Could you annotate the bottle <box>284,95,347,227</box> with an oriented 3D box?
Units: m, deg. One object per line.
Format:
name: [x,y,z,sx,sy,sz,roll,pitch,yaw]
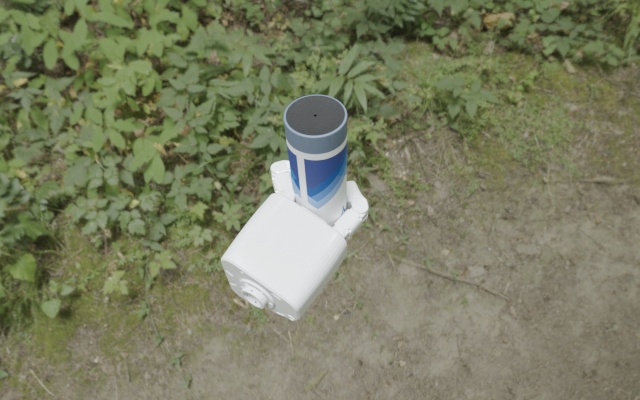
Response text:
bottle: [0.000,0.002,0.611,0.069,0.069,0.296,0,-38,3]
